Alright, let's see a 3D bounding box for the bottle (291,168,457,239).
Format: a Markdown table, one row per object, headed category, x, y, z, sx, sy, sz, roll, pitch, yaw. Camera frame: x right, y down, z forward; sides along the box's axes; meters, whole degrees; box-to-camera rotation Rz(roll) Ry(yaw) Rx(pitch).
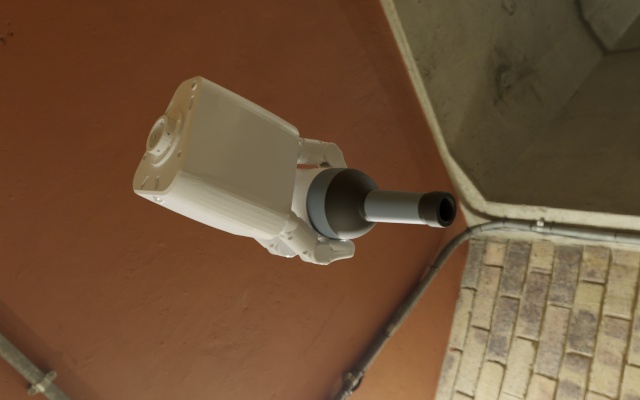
| category | x | y | z | sx | sy | sz | roll | pitch | yaw |
| --- | --- | --- | --- | --- | --- | --- | --- | --- | --- |
| bottle | 0.000 | 0.002 | 0.471 | 0.069 | 0.069 | 0.295 | 0 | 2 | -40 |
